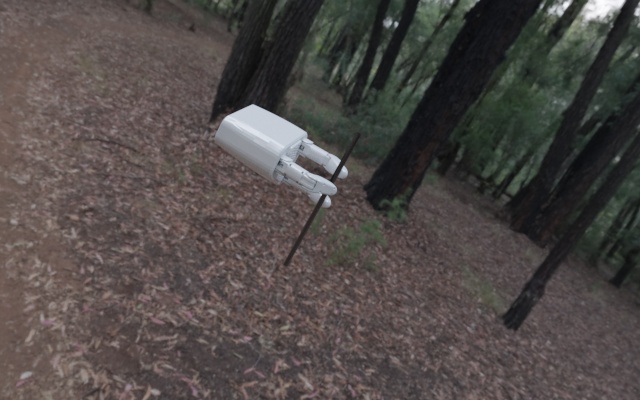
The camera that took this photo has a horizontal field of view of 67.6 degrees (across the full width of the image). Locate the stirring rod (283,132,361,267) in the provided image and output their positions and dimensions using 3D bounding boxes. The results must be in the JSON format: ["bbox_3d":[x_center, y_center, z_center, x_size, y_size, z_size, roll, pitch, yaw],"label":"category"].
[{"bbox_3d":[0.000,0.002,0.740,0.011,0.239,0.011,27,15,-8],"label":"stirring rod"}]
